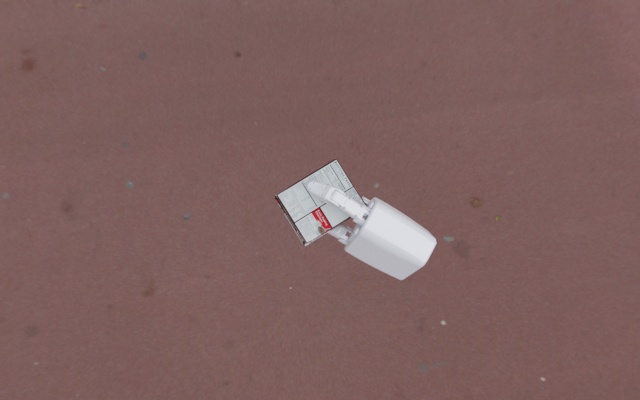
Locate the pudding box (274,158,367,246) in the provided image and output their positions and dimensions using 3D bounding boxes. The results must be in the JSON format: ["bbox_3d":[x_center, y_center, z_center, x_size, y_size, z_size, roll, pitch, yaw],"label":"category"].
[{"bbox_3d":[0.000,0.002,0.724,0.113,0.090,0.039,-31,-4,-10],"label":"pudding box"}]
